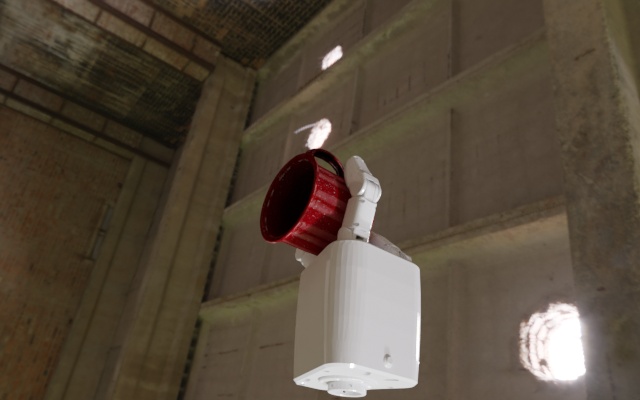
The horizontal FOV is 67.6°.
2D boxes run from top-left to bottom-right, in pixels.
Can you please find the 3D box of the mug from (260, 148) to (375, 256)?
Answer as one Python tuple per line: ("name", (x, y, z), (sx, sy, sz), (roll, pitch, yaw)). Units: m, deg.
("mug", (0.000, 0.000, 0.482), (0.081, 0.117, 0.093), (26, -36, -30))
